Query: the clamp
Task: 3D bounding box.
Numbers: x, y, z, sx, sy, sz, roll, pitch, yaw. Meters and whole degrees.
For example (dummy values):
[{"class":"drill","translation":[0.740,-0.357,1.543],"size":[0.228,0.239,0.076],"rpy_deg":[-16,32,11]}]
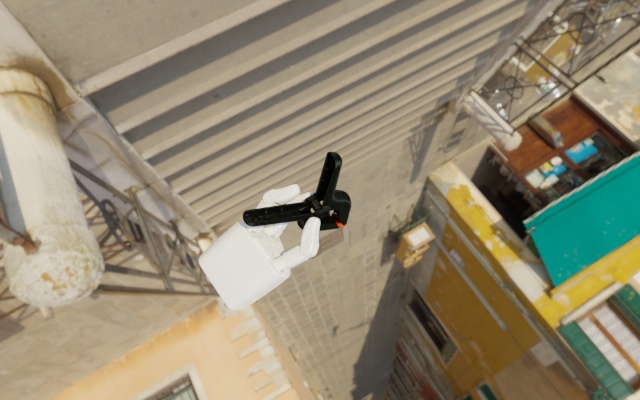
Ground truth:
[{"class":"clamp","translation":[0.001,0.003,0.737],"size":[0.164,0.036,0.210],"rpy_deg":[-37,-27,18]}]
